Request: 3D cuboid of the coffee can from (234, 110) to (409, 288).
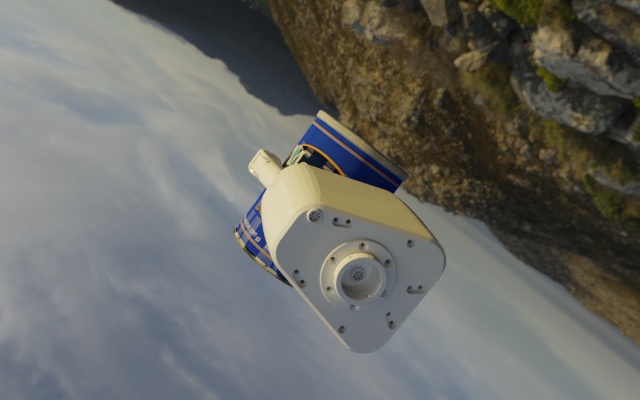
[{"bbox_3d":[0.000,0.001,0.454,0.103,0.140,0.103,36,8,-6],"label":"coffee can"}]
